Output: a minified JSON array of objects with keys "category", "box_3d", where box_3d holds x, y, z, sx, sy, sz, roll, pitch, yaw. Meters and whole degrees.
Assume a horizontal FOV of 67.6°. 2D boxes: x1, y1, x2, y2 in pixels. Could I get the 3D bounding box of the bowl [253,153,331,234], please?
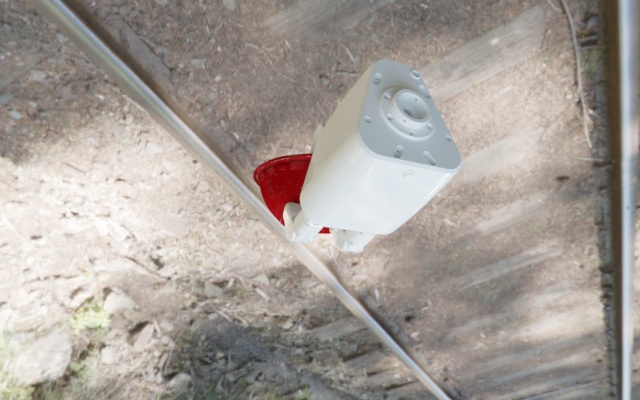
[{"category":"bowl","box_3d":[0.000,0.003,0.556,0.162,0.055,0.162,3,-18,1]}]
